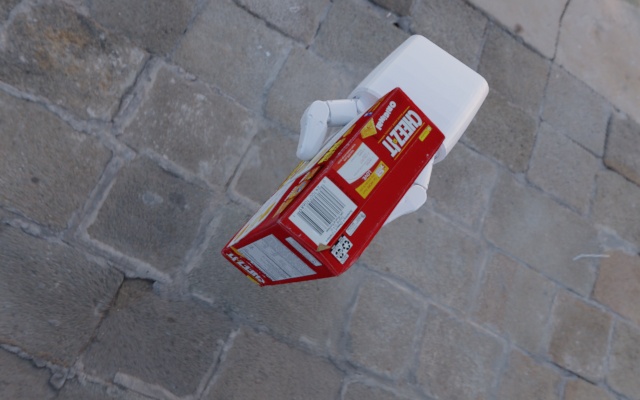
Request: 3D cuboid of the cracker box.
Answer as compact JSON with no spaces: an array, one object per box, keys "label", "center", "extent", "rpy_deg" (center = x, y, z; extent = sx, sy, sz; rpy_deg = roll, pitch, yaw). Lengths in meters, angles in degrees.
[{"label":"cracker box","center":[0.000,0.001,0.467],"extent":[0.072,0.164,0.214],"rpy_deg":[44,-24,-8]}]
